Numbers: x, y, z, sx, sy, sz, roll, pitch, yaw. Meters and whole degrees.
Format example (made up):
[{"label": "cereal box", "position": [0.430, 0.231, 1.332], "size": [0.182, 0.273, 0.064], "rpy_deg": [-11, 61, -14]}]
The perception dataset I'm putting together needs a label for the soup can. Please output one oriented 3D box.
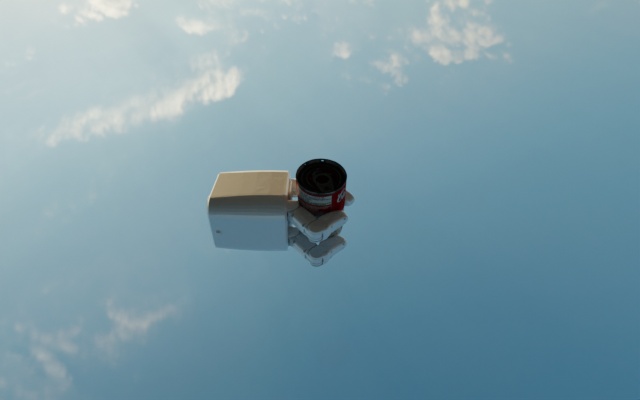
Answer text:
[{"label": "soup can", "position": [0.001, 0.002, 0.662], "size": [0.068, 0.068, 0.102], "rpy_deg": [0, -44, -2]}]
